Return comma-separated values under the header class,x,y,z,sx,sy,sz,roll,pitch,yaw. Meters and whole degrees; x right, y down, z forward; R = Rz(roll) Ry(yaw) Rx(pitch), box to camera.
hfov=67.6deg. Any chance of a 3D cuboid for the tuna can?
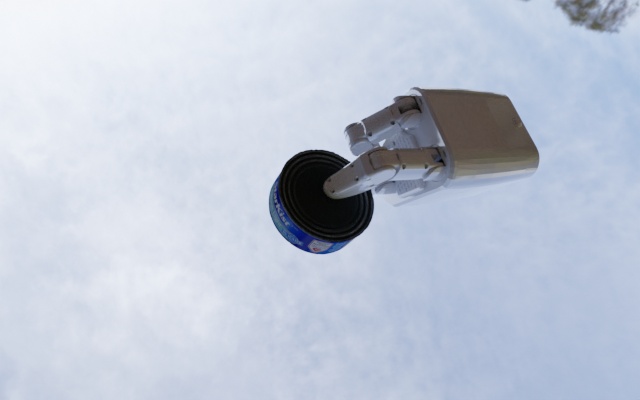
class,x,y,z,sx,sy,sz,roll,pitch,yaw
tuna can,0.000,0.002,0.405,0.086,0.086,0.034,0,-26,-26
